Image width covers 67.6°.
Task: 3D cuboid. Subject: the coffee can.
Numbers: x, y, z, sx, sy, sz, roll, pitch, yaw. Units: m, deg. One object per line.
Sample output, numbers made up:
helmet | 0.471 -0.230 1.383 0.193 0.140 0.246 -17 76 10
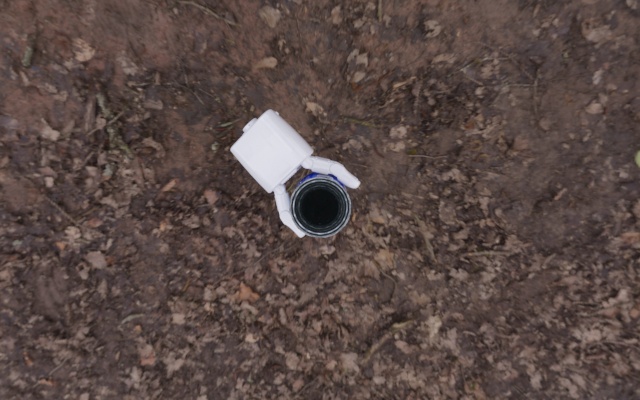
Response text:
coffee can | 0.000 0.003 0.855 0.103 0.103 0.140 0 7 0
